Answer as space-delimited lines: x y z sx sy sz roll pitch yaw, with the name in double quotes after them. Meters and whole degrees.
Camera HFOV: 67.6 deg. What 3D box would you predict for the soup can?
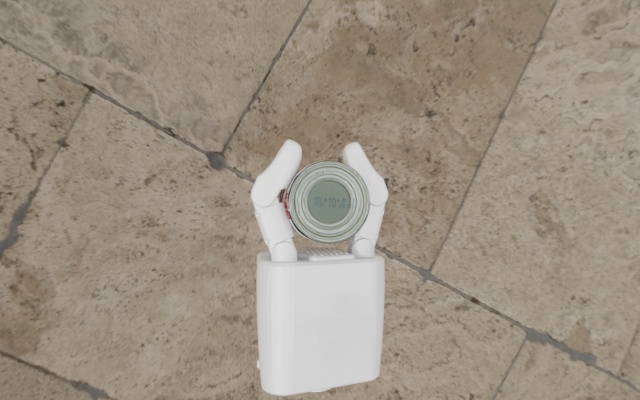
0.000 0.001 0.422 0.068 0.068 0.102 0 0 -8 "soup can"
